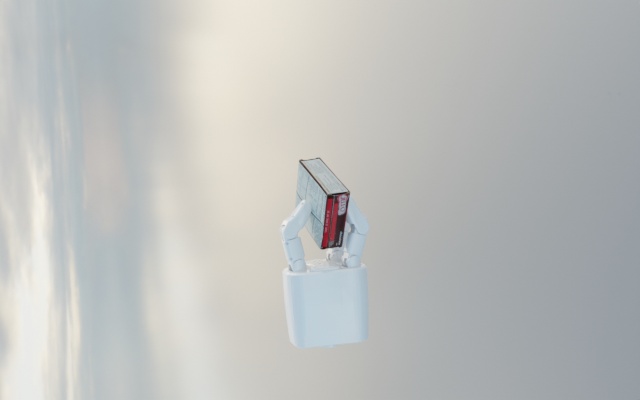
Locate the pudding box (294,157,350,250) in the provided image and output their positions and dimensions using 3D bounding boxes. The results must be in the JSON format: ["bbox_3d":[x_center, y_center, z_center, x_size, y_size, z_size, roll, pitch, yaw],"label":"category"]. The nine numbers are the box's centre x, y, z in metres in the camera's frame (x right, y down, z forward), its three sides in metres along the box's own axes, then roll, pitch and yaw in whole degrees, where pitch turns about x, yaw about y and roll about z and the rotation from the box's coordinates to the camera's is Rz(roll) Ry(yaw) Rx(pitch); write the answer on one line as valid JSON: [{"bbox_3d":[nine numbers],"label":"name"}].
[{"bbox_3d":[0.000,0.002,0.681,0.039,0.090,0.113,-7,32,-24],"label":"pudding box"}]
